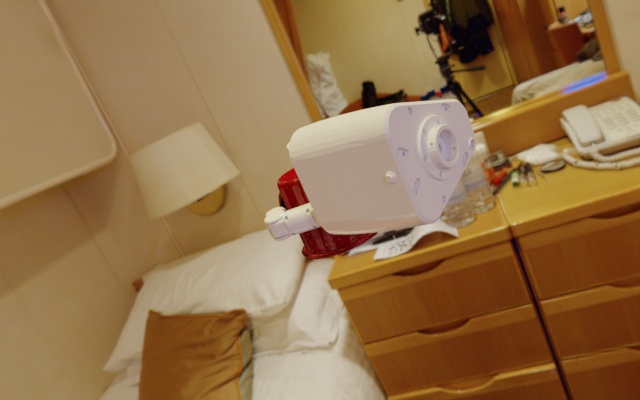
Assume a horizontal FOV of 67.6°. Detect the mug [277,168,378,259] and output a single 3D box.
[{"bbox_3d":[-0.001,0.002,0.490,0.117,0.081,0.093,-8,21,48],"label":"mug"}]
